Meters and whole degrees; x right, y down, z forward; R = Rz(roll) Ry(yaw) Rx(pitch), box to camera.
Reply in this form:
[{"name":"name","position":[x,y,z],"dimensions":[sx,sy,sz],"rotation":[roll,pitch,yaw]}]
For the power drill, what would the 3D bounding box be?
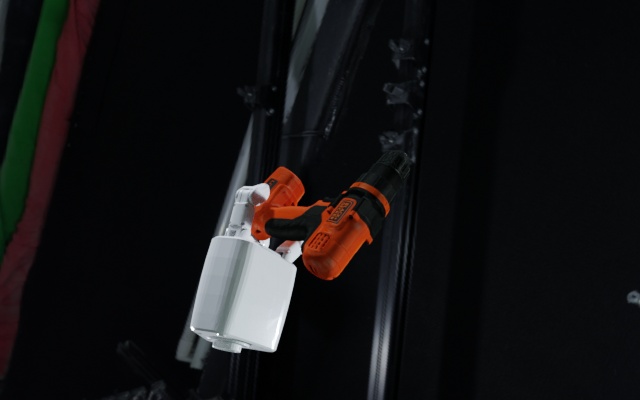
[{"name":"power drill","position":[0.000,0.002,0.588],"dimensions":[0.187,0.057,0.184],"rotation":[8,49,47]}]
